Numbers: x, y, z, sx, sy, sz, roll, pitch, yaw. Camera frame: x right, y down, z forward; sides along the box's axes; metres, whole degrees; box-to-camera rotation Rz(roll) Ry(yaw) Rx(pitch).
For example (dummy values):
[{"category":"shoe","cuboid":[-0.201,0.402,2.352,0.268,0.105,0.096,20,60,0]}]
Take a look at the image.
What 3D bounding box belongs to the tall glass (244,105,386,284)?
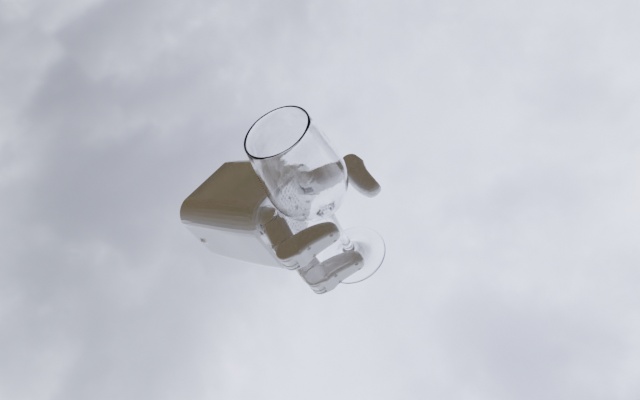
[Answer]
[{"category":"tall glass","cuboid":[0.000,0.002,0.469,0.079,0.079,0.201,0,-37,28]}]
